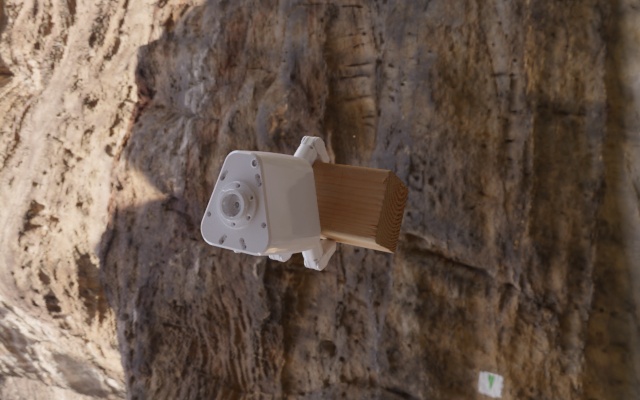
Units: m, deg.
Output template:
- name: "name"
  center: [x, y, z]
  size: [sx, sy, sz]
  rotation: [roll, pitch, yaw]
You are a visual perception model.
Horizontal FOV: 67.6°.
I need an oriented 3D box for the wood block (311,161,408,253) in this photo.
- name: "wood block"
  center: [0.000, 0.002, 0.637]
  size: [0.206, 0.091, 0.090]
  rotation: [10, -10, 27]
